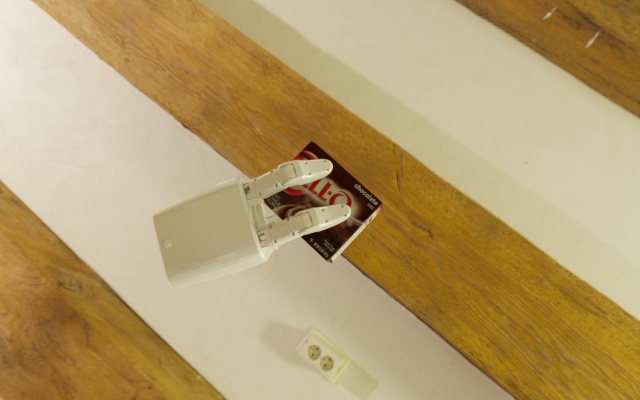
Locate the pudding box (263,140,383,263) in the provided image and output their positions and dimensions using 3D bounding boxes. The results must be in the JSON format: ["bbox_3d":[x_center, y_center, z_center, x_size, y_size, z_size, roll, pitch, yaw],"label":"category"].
[{"bbox_3d":[0.000,0.002,0.541,0.113,0.090,0.039,42,-6,11],"label":"pudding box"}]
